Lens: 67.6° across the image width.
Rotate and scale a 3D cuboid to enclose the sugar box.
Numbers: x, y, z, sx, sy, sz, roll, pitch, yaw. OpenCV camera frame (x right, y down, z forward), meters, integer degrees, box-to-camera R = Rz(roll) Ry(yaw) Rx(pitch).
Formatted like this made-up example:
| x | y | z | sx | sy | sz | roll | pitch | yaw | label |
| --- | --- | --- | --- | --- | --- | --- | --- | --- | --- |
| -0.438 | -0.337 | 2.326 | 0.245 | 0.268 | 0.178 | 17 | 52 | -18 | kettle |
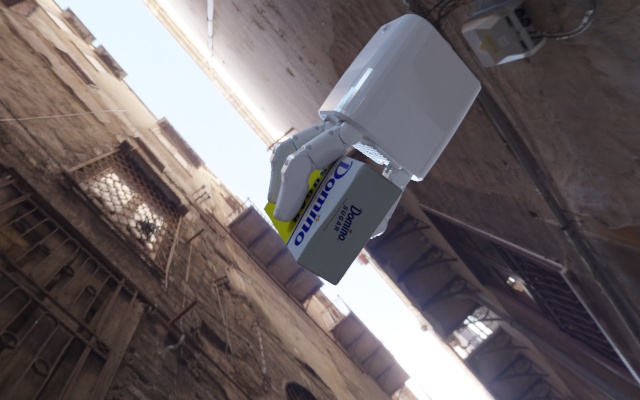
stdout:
| x | y | z | sx | sy | sz | roll | pitch | yaw | label |
| --- | --- | --- | --- | --- | --- | --- | --- | --- | --- |
| 0.000 | 0.001 | 0.439 | 0.048 | 0.093 | 0.176 | 34 | 1 | -17 | sugar box |
